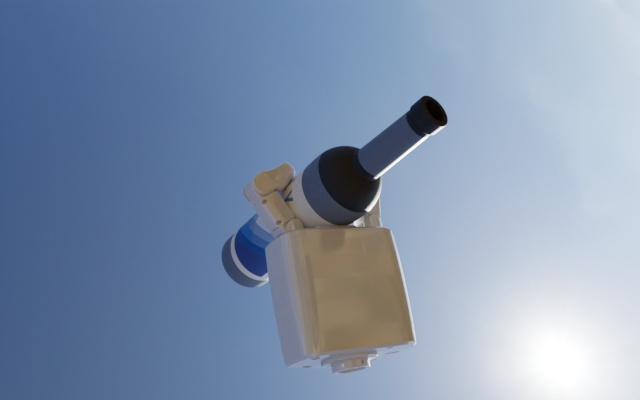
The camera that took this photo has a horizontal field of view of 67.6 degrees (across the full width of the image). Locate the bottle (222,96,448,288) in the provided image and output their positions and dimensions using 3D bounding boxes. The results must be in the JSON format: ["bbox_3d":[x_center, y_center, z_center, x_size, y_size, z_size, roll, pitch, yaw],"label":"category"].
[{"bbox_3d":[0.000,0.002,0.449,0.069,0.069,0.296,0,-27,-40],"label":"bottle"}]
